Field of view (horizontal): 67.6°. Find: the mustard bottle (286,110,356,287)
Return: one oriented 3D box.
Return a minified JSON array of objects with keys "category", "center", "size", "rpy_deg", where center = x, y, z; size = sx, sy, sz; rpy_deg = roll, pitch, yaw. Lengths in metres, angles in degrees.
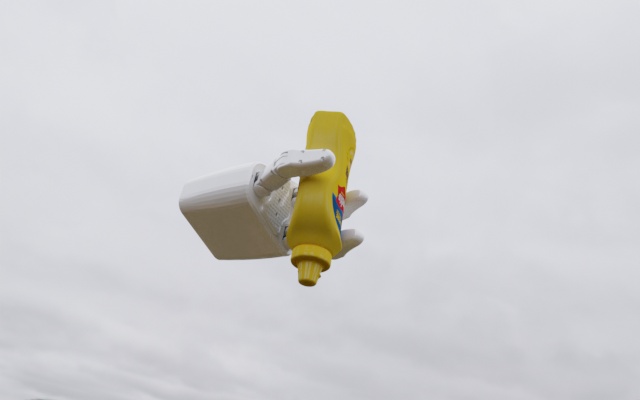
[{"category":"mustard bottle","center":[0.000,0.001,0.517],"size":[0.058,0.191,0.096],"rpy_deg":[5,-33,8]}]
